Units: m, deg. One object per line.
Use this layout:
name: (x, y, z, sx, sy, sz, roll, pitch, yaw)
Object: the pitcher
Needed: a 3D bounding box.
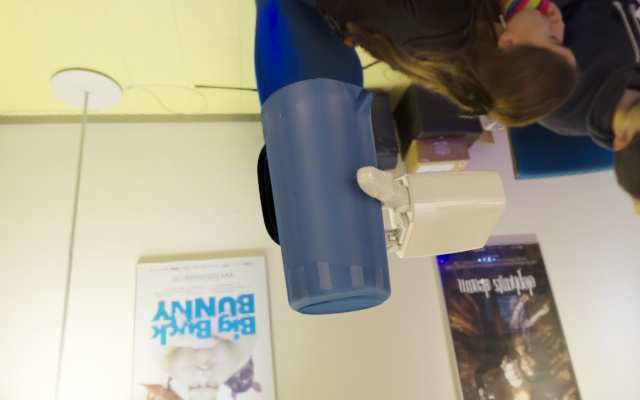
pitcher: (0.000, 0.002, 0.542, 0.145, 0.242, 0.149, -5, -21, -5)
